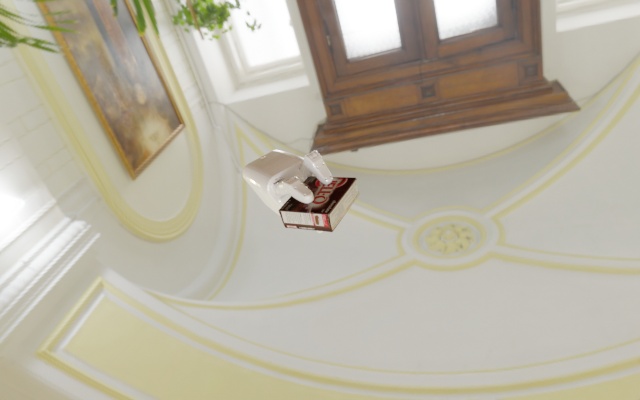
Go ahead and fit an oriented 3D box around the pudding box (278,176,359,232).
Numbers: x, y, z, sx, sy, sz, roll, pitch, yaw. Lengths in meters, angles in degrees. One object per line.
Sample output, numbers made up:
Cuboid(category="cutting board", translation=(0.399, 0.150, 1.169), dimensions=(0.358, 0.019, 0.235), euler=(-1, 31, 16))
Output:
Cuboid(category="pudding box", translation=(0.000, 0.003, 0.767), dimensions=(0.090, 0.039, 0.113), euler=(3, 36, 29))
